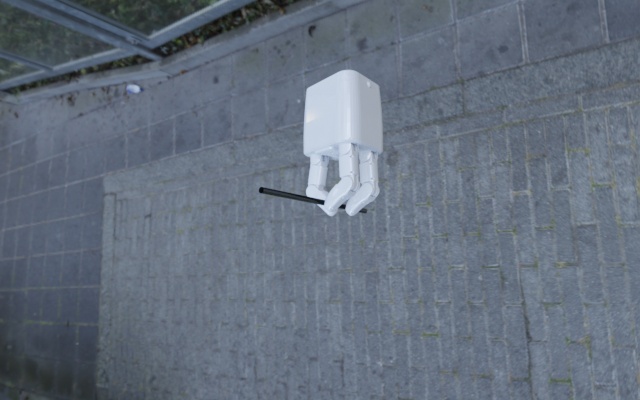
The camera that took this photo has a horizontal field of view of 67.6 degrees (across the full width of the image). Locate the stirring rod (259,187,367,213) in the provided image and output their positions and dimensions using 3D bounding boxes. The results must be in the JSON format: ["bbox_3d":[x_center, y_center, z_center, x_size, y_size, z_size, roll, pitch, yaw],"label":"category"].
[{"bbox_3d":[0.000,0.002,0.667,0.011,0.011,0.239,0,-7,37],"label":"stirring rod"}]
